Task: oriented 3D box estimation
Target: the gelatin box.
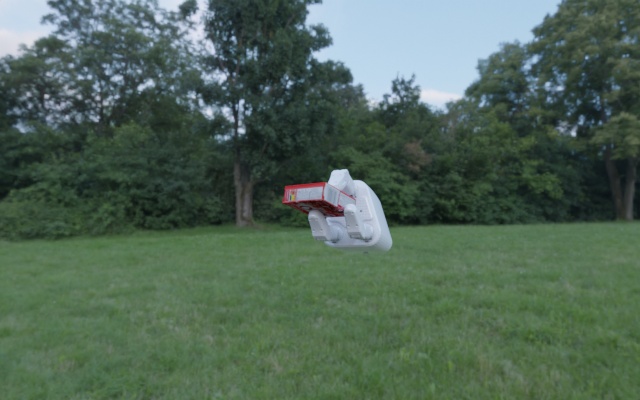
[{"bbox_3d":[0.000,0.002,0.705,0.073,0.030,0.089,-4,-19,34],"label":"gelatin box"}]
